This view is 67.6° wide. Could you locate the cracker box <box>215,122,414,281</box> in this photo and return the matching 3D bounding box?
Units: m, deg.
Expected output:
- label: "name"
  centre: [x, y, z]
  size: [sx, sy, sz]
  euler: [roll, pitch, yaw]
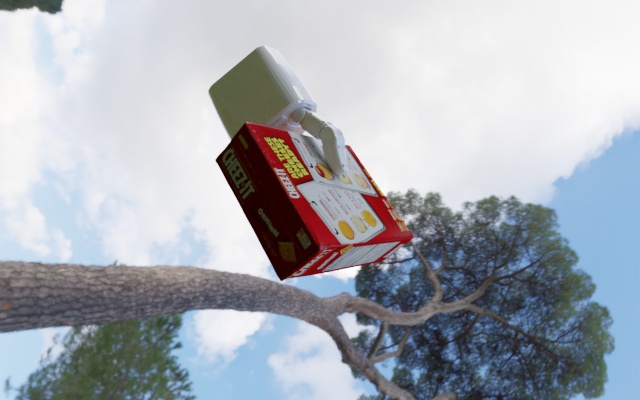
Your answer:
- label: "cracker box"
  centre: [0.000, 0.002, 0.573]
  size: [0.072, 0.164, 0.214]
  euler: [-44, -24, 27]
